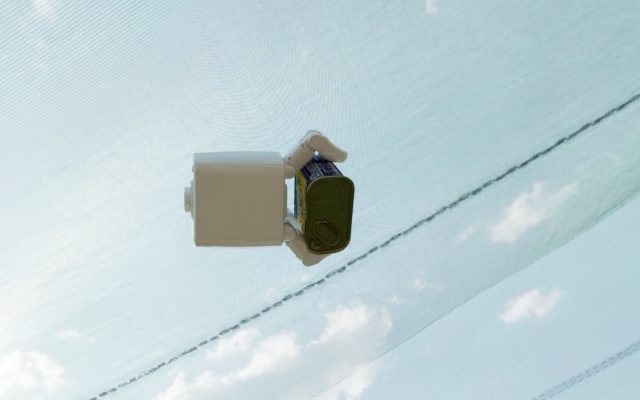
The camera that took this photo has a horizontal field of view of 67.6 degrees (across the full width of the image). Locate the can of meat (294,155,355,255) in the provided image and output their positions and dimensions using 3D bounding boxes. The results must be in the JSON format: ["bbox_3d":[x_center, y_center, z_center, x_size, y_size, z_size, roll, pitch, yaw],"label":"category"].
[{"bbox_3d":[0.000,0.002,0.593,0.057,0.102,0.084,-5,26,-15],"label":"can of meat"}]
